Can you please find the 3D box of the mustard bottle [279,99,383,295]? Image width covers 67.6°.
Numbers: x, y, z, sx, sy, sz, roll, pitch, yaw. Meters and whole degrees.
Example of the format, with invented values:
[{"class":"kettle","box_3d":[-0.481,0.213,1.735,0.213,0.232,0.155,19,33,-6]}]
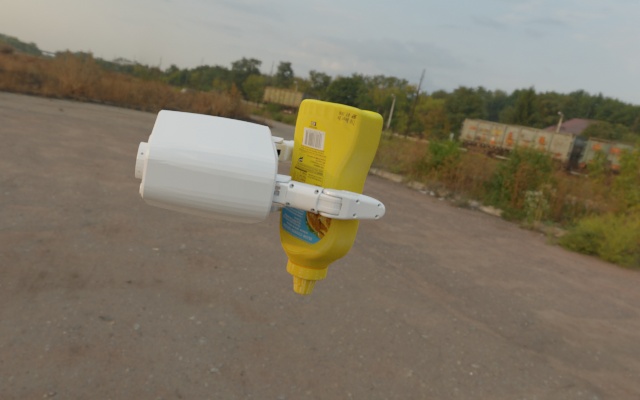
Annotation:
[{"class":"mustard bottle","box_3d":[0.000,0.001,0.472,0.058,0.191,0.096,4,13,-41]}]
